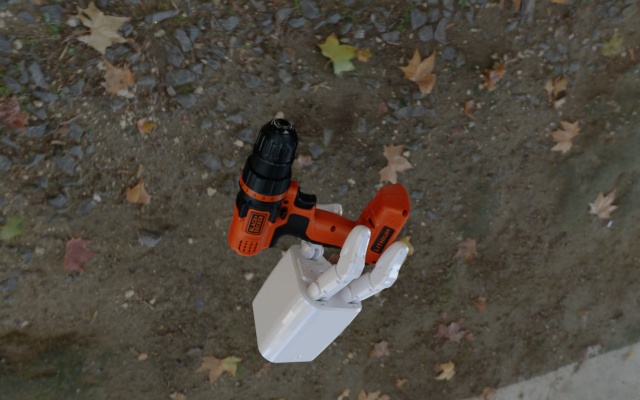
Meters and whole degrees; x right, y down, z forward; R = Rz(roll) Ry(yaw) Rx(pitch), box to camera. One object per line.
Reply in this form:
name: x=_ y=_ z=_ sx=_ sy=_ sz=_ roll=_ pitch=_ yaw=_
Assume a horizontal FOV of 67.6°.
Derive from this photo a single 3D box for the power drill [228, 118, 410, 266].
power drill: x=0.000 y=0.002 z=0.536 sx=0.187 sy=0.057 sz=0.185 roll=12 pitch=-47 yaw=-14
